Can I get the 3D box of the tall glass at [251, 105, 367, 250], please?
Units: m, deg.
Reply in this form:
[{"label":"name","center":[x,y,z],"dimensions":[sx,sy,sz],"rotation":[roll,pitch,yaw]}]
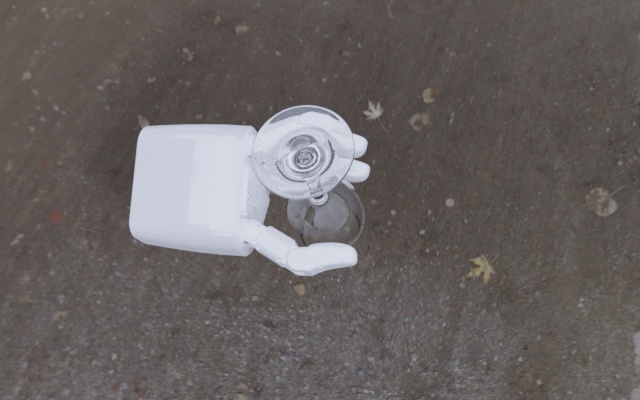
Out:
[{"label":"tall glass","center":[0.000,0.001,0.425],"dimensions":[0.079,0.079,0.201],"rotation":[0,-22,9]}]
